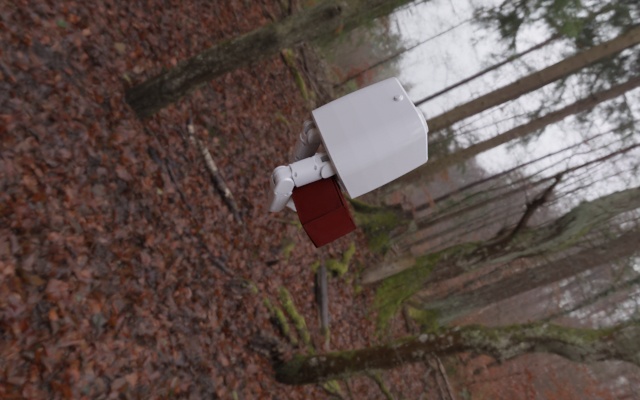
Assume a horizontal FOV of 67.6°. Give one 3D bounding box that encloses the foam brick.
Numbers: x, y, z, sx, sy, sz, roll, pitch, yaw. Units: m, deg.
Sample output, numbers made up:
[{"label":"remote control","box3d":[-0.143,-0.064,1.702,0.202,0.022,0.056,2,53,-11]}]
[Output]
[{"label":"foam brick","box3d":[0.000,0.002,0.537,0.051,0.078,0.053,-24,-38,4]}]
